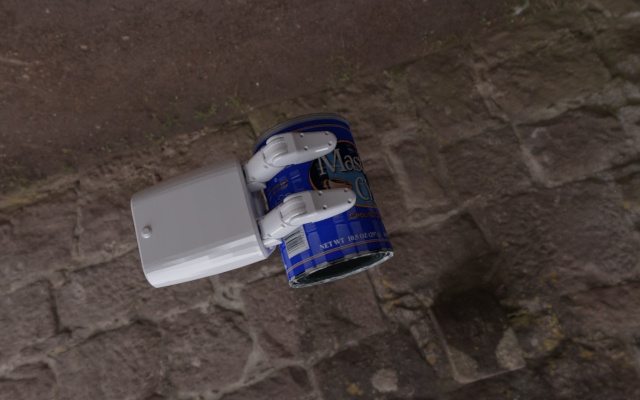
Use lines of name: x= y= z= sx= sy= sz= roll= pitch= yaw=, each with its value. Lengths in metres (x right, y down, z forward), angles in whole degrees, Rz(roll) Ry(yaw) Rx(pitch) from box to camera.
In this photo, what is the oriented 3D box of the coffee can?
coffee can: x=0.000 y=0.001 z=0.465 sx=0.103 sy=0.140 sz=0.103 roll=-16 pitch=-17 yaw=-5
